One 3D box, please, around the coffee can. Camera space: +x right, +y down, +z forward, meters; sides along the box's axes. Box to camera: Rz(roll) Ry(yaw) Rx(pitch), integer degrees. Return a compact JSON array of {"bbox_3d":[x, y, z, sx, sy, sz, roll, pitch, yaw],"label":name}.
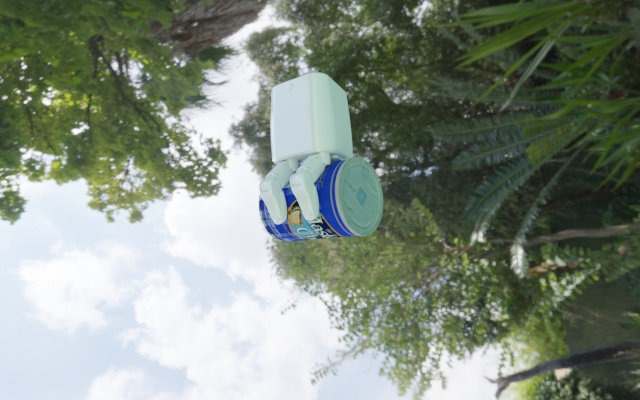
[{"bbox_3d":[0.000,0.002,0.657,0.140,0.103,0.103,-8,-5,38],"label":"coffee can"}]
